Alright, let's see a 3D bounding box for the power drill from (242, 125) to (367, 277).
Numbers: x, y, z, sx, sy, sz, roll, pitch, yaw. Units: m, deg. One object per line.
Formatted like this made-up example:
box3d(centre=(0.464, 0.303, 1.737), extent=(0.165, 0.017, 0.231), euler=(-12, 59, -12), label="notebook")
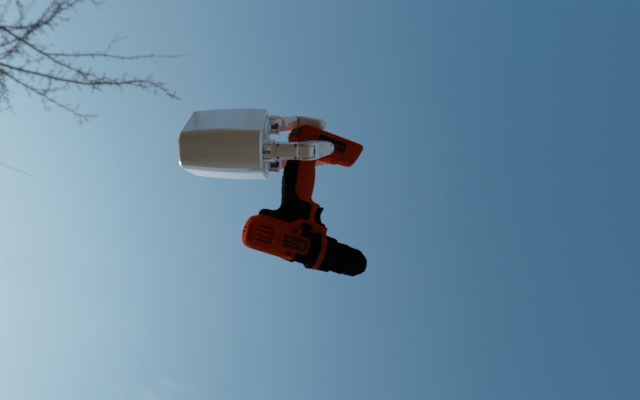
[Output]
box3d(centre=(0.000, 0.002, 0.669), extent=(0.184, 0.187, 0.057), euler=(19, -11, -20), label="power drill")
